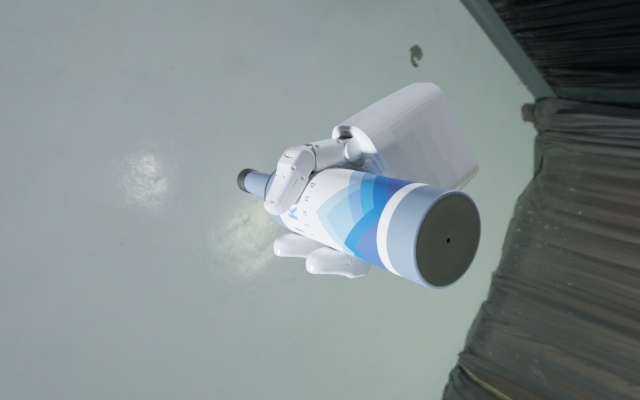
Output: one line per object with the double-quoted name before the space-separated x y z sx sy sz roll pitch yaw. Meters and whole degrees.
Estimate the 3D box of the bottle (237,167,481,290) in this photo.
"bottle" 0.000 0.001 0.428 0.069 0.069 0.295 0 10 -35
